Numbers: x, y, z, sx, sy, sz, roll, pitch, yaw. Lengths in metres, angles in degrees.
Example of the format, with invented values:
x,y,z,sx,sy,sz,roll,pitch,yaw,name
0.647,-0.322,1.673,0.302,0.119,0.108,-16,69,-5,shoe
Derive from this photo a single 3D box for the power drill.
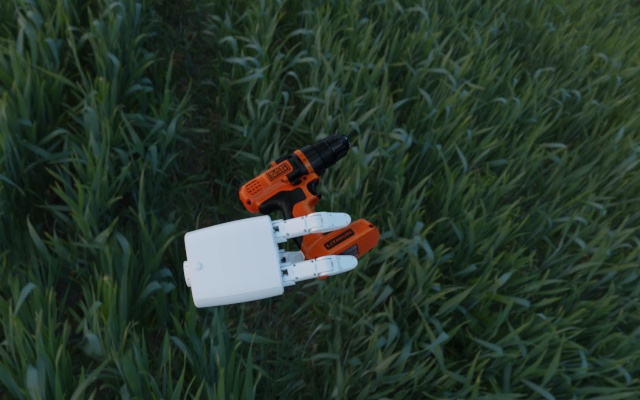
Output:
x,y,z,sx,sy,sz,roll,pitch,yaw,name
0.000,0.003,0.677,0.184,0.187,0.057,-33,-32,-8,power drill
